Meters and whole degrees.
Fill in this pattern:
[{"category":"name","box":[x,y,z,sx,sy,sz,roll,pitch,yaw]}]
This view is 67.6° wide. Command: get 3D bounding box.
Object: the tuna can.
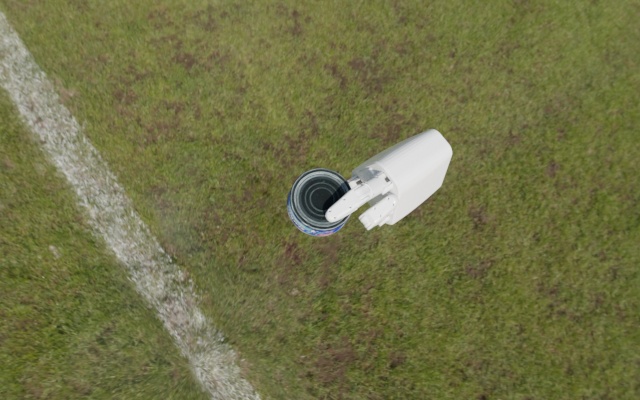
[{"category":"tuna can","box":[0.000,0.002,0.623,0.086,0.086,0.034,0,-15,-10]}]
